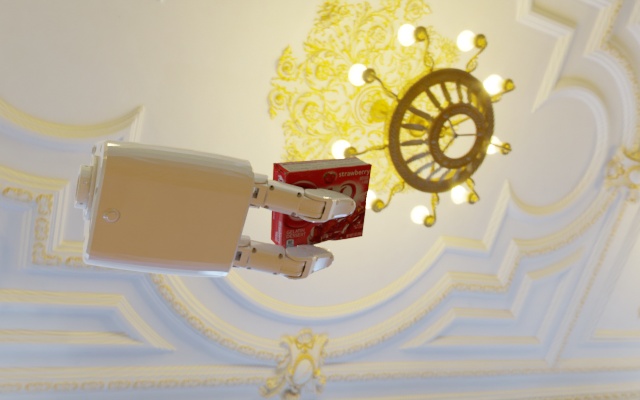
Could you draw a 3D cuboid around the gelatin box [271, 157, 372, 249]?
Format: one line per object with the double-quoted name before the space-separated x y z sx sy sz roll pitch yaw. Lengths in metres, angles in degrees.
"gelatin box" 0.000 0.001 0.433 0.089 0.073 0.030 -7 24 -29
